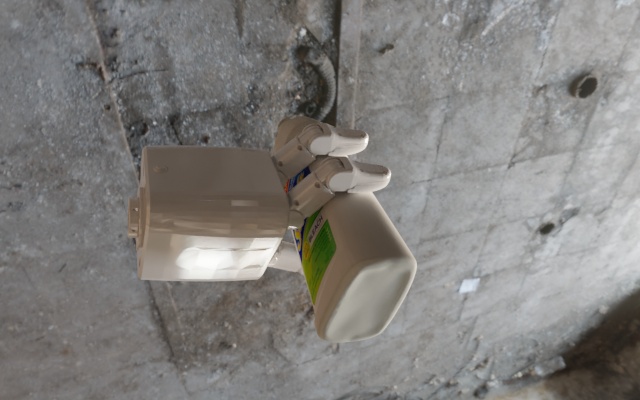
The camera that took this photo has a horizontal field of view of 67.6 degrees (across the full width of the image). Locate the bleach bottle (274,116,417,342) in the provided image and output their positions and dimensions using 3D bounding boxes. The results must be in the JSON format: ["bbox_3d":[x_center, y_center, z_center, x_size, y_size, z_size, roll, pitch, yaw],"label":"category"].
[{"bbox_3d":[0.000,0.001,0.456,0.068,0.103,0.250,3,37,-25],"label":"bleach bottle"}]
